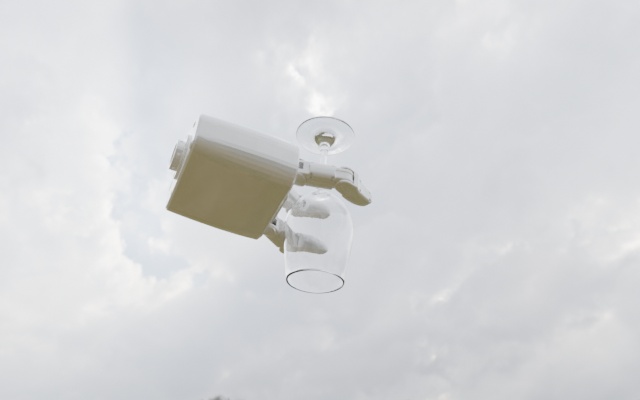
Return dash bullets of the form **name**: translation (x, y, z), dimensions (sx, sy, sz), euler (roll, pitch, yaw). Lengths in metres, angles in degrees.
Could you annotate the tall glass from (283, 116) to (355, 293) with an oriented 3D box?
- **tall glass**: translation (0.000, 0.001, 0.551), dimensions (0.079, 0.201, 0.079), euler (3, -33, 2)
